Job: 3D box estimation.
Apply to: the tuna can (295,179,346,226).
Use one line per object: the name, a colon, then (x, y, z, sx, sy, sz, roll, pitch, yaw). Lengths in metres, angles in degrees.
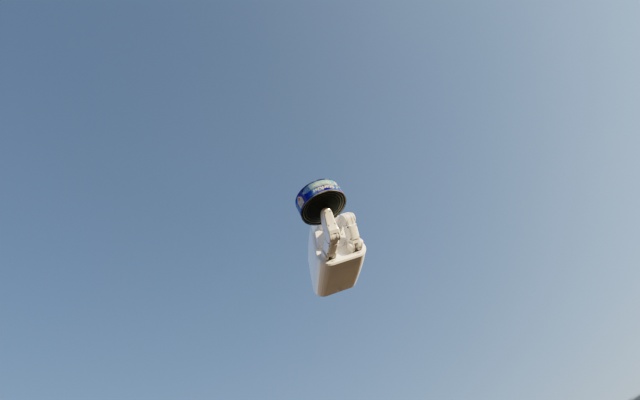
tuna can: (0.000, 0.002, 0.838, 0.086, 0.086, 0.033, 0, 44, -32)
